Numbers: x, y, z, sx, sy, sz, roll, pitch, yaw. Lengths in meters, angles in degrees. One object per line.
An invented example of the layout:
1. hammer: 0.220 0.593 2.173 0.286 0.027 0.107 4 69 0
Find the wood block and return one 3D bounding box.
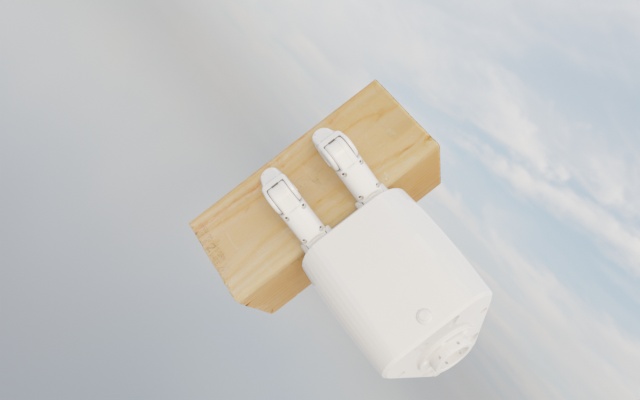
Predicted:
1. wood block: 0.000 0.002 0.438 0.206 0.090 0.091 -37 -24 -1
